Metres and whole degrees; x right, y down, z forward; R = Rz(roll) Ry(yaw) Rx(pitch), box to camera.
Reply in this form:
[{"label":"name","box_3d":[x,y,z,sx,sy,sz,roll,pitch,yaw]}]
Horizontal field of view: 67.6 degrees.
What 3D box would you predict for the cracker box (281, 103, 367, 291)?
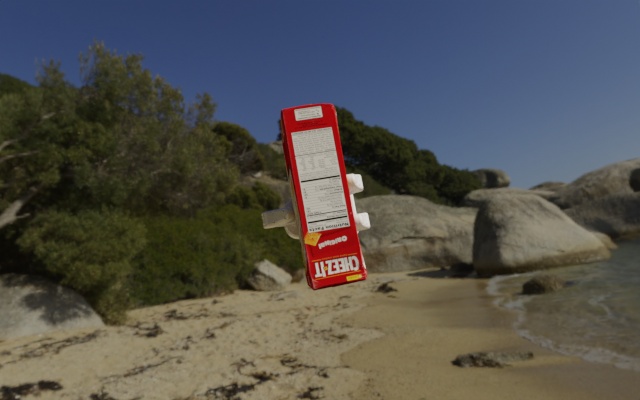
[{"label":"cracker box","box_3d":[0.000,0.002,0.621,0.072,0.213,0.164,-10,-7,-5]}]
